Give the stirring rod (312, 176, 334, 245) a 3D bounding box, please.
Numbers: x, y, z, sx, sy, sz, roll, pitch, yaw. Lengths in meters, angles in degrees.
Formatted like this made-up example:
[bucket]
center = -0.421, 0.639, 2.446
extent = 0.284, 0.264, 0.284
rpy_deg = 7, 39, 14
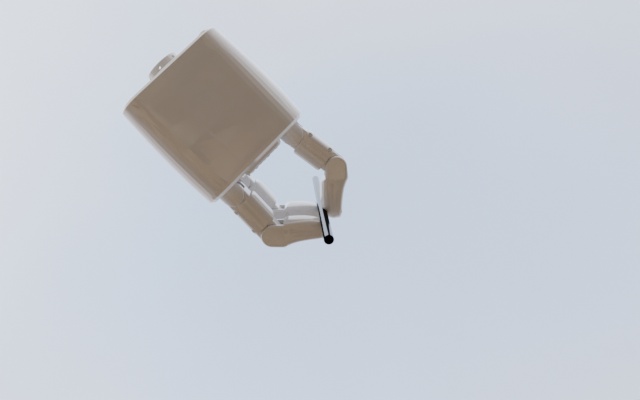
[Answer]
[stirring rod]
center = 0.000, 0.002, 0.484
extent = 0.011, 0.011, 0.239
rpy_deg = 0, 14, -3
